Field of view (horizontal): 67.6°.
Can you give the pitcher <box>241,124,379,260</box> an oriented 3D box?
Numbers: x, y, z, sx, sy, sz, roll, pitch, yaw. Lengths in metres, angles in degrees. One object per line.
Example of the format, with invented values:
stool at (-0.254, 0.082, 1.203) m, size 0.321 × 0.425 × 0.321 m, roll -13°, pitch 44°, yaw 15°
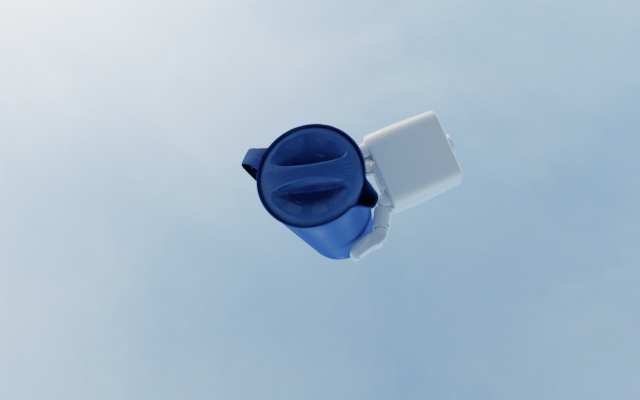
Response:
pitcher at (0.000, 0.002, 0.669) m, size 0.145 × 0.149 × 0.243 m, roll -25°, pitch -22°, yaw 2°
